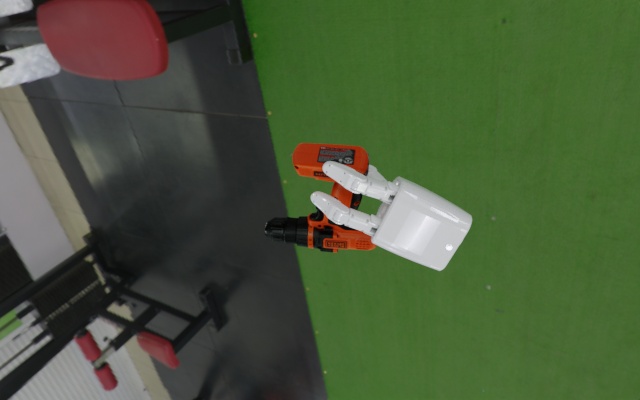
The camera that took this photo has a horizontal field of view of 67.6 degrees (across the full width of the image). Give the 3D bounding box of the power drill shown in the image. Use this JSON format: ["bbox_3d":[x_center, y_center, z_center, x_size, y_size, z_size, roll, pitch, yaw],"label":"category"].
[{"bbox_3d":[0.000,0.002,0.722,0.184,0.057,0.188,3,-45,4],"label":"power drill"}]
